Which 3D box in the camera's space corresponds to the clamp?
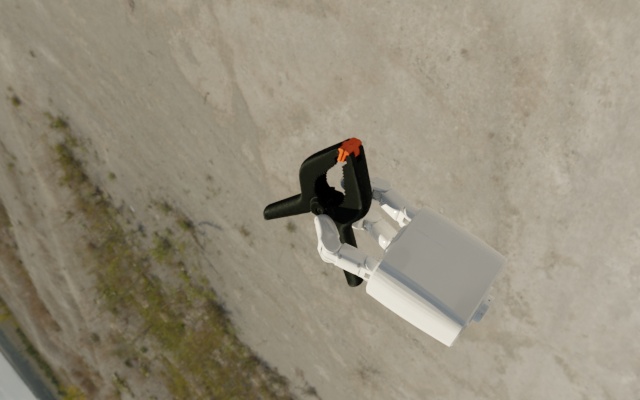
[{"bbox_3d":[0.000,0.002,0.576,0.164,0.210,0.036,31,49,18],"label":"clamp"}]
